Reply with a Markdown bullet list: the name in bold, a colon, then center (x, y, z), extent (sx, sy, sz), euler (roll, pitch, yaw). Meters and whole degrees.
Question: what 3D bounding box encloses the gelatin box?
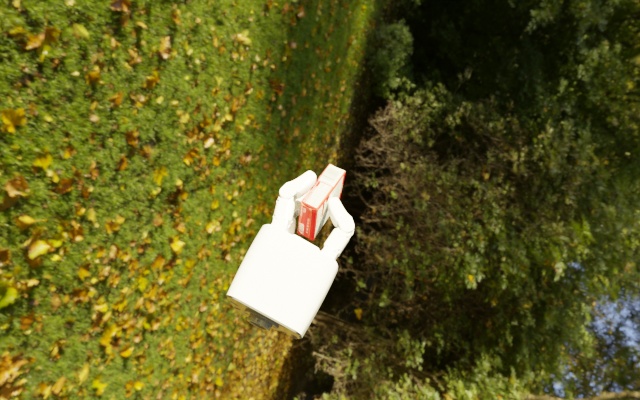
- **gelatin box**: center (0.001, 0.002, 0.694), extent (0.030, 0.089, 0.073), euler (26, -37, 14)
